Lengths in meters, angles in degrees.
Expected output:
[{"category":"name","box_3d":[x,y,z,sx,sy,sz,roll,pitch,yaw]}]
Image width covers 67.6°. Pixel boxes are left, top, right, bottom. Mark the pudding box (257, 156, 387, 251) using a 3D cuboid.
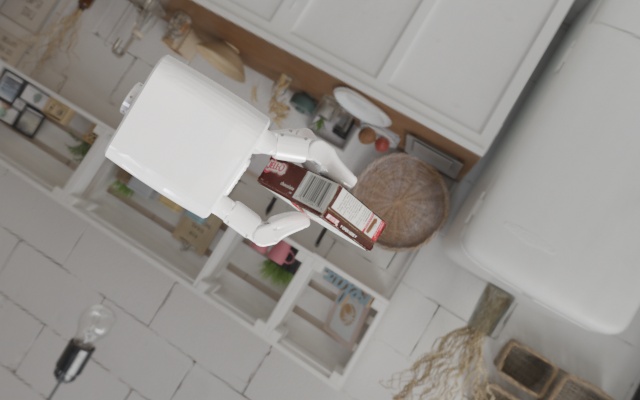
[{"category":"pudding box","box_3d":[0.000,0.002,0.490,0.113,0.039,0.090,29,-5,46]}]
